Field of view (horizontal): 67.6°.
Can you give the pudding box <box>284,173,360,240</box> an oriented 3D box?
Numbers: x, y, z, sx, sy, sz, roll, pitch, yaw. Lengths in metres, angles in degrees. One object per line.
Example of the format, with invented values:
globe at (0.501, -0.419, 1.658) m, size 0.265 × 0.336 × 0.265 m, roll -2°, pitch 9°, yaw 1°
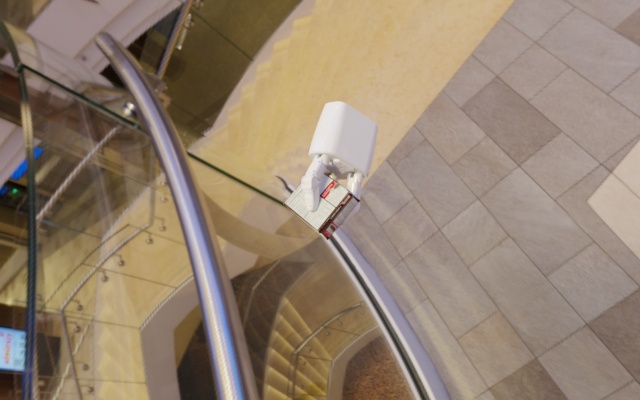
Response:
pudding box at (0.000, 0.003, 0.835) m, size 0.113 × 0.090 × 0.039 m, roll 37°, pitch -2°, yaw 45°
